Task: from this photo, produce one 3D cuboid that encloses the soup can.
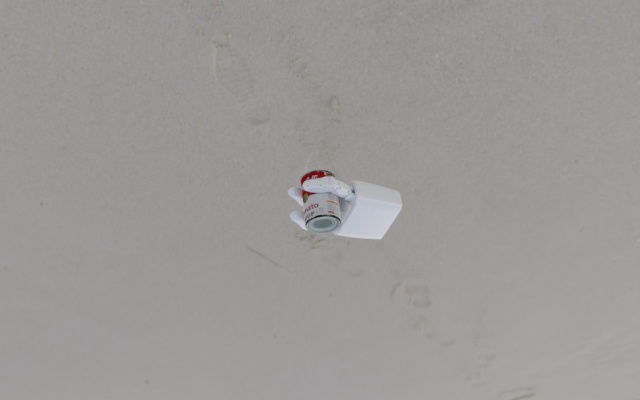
[{"bbox_3d":[0.000,0.003,0.897,0.068,0.102,0.068,-5,-32,-3],"label":"soup can"}]
